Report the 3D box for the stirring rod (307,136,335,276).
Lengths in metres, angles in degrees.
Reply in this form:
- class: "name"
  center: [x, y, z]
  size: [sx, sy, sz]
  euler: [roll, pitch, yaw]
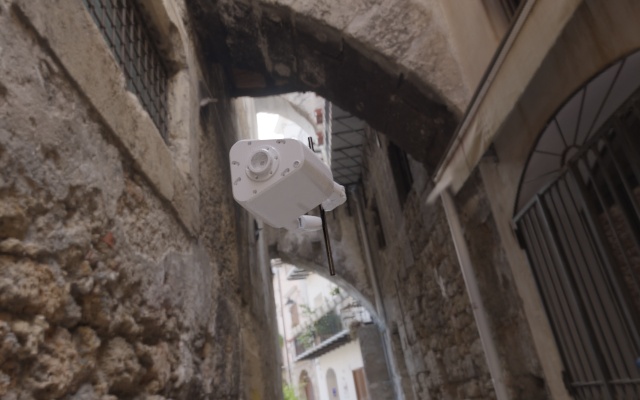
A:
- class: "stirring rod"
  center: [0.000, 0.003, 0.763]
  size: [0.011, 0.239, 0.011]
  euler: [-8, -23, -3]
